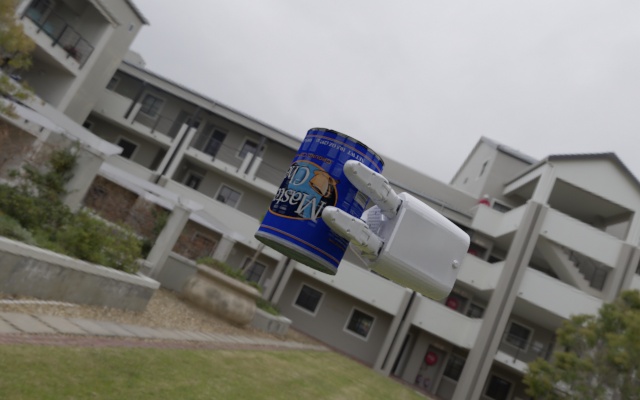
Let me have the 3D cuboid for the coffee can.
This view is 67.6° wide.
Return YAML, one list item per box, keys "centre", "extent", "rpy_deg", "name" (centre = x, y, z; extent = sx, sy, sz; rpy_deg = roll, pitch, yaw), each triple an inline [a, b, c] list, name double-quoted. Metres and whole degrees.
- centre: [0.000, 0.002, 0.554]
  extent: [0.103, 0.140, 0.103]
  rpy_deg: [25, -12, 6]
  name: "coffee can"
